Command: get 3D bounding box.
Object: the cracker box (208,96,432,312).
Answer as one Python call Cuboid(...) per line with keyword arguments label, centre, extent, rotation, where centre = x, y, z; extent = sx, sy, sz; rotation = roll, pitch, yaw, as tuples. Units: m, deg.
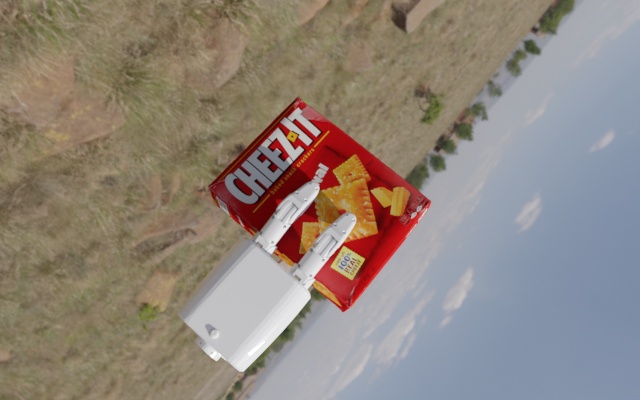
Cuboid(label="cracker box", centre=(0.000, 0.002, 0.579), extent=(0.213, 0.164, 0.072), rotation=(39, -17, 8))
